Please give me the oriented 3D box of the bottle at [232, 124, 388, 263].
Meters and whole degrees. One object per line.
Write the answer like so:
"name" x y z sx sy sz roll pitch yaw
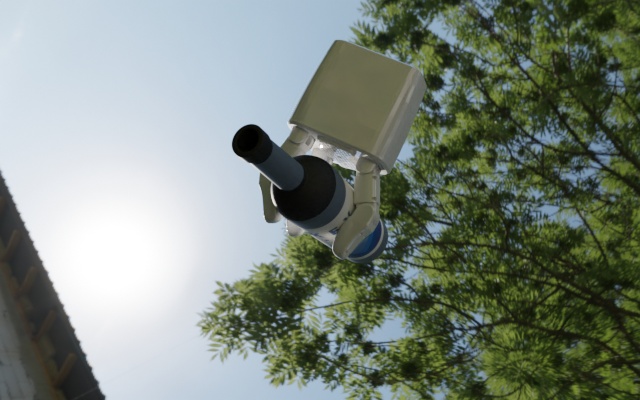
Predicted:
"bottle" 0.000 0.002 0.481 0.069 0.069 0.296 0 -18 23
